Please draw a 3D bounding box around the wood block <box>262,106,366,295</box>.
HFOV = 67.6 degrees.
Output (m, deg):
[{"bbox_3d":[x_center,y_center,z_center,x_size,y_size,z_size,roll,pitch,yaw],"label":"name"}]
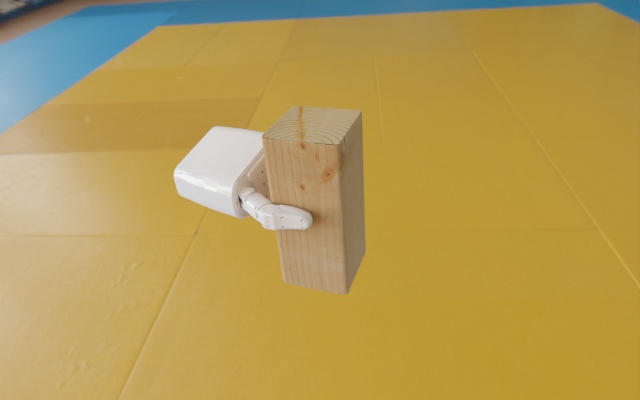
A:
[{"bbox_3d":[0.000,0.002,0.578,0.090,0.206,0.090,8,35,20],"label":"wood block"}]
